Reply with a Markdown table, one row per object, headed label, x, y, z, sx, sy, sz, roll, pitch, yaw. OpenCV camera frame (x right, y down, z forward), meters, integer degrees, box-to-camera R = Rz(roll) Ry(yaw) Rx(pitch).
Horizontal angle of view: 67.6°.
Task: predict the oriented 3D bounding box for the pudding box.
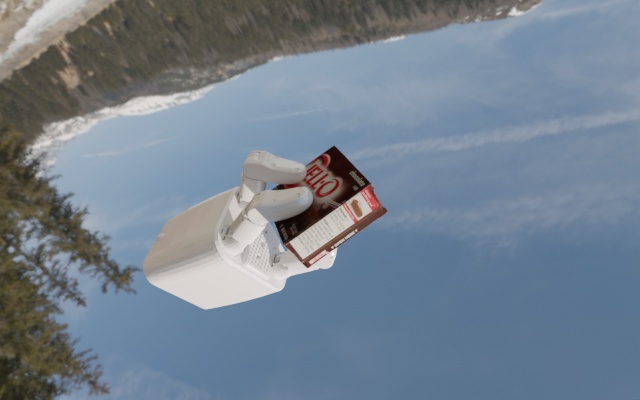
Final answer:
| label | x | y | z | sx | sy | sz | roll | pitch | yaw |
| --- | --- | --- | --- | --- | --- | --- | --- | --- | --- |
| pudding box | 0.000 | 0.002 | 0.447 | 0.090 | 0.039 | 0.113 | -36 | 30 | 1 |
